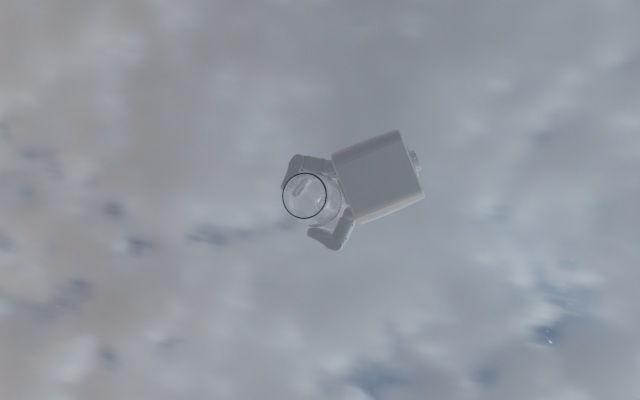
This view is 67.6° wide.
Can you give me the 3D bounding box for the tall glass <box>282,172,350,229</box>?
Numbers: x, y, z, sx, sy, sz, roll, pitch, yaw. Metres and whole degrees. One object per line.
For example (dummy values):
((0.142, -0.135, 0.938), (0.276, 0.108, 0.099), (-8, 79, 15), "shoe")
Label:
((0.000, 0.003, 0.724), (0.079, 0.079, 0.201), (0, -5, 13), "tall glass")
